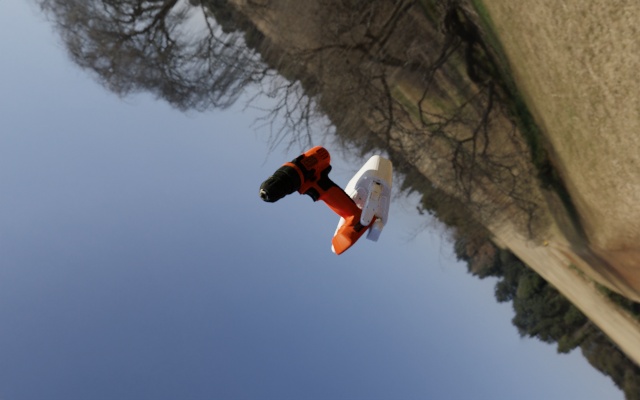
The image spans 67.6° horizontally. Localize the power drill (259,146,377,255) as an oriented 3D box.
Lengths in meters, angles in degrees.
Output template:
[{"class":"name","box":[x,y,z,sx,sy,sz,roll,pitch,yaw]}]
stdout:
[{"class":"power drill","box":[0.001,0.003,0.854,0.184,0.187,0.057,-39,-1,-43]}]
